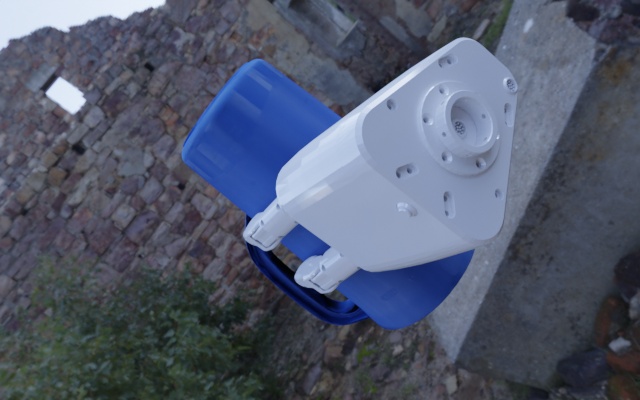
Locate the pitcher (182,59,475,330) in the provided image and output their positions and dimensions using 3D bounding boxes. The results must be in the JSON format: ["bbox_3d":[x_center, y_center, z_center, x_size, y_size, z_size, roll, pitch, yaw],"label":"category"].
[{"bbox_3d":[0.000,0.001,0.423,0.243,0.149,0.145,38,-22,-12],"label":"pitcher"}]
